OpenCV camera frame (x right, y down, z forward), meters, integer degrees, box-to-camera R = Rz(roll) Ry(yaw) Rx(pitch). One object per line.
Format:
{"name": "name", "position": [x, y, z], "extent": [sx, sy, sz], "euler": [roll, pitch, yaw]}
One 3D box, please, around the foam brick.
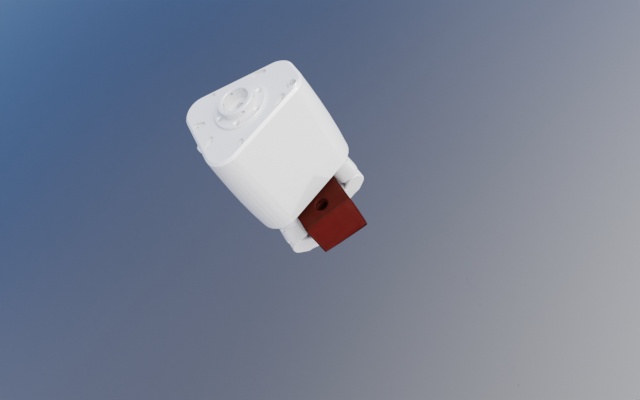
{"name": "foam brick", "position": [0.000, 0.002, 0.483], "extent": [0.053, 0.078, 0.051], "euler": [-36, -38, 1]}
